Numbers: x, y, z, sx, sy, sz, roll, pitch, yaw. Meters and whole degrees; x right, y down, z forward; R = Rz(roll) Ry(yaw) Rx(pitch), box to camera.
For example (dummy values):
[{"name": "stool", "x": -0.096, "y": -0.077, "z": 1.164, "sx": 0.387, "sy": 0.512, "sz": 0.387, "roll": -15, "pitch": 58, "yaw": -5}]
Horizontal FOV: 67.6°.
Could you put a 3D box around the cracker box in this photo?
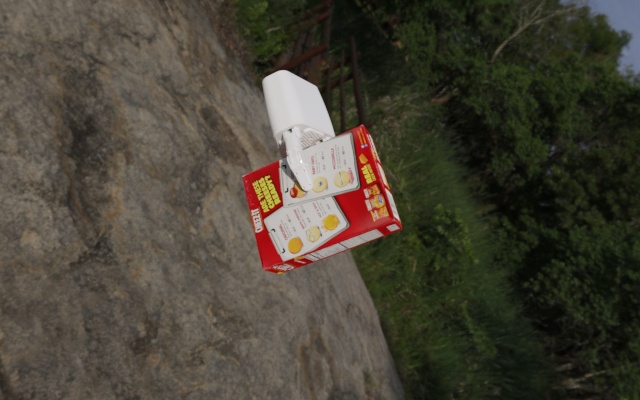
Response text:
[{"name": "cracker box", "x": 0.000, "y": 0.002, "z": 0.742, "sx": 0.214, "sy": 0.164, "sz": 0.072, "roll": -22, "pitch": -23, "yaw": 15}]
